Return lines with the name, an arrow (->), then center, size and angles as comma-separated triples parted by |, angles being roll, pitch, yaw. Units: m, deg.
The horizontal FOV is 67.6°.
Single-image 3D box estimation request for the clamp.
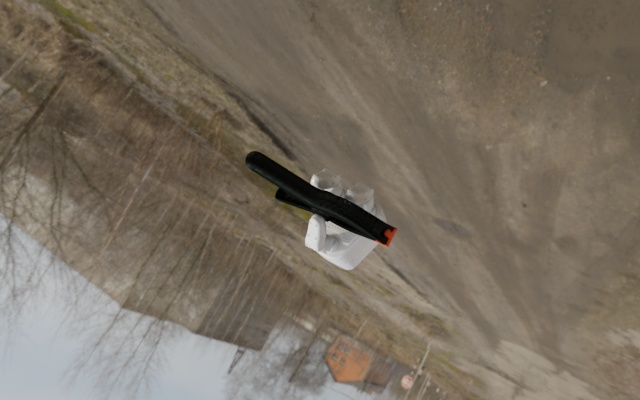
clamp -> 0.000, 0.003, 0.641 | 0.210, 0.036, 0.165 | 25, -10, 22
